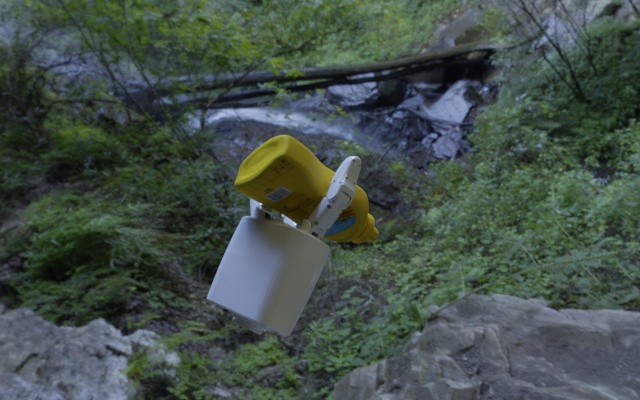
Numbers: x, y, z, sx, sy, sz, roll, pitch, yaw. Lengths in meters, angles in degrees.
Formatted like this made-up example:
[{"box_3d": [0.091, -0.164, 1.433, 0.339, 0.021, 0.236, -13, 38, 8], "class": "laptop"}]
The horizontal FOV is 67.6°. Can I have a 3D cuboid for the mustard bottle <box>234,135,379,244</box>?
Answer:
[{"box_3d": [0.000, 0.001, 0.571, 0.192, 0.058, 0.096, 33, -43, -30], "class": "mustard bottle"}]
